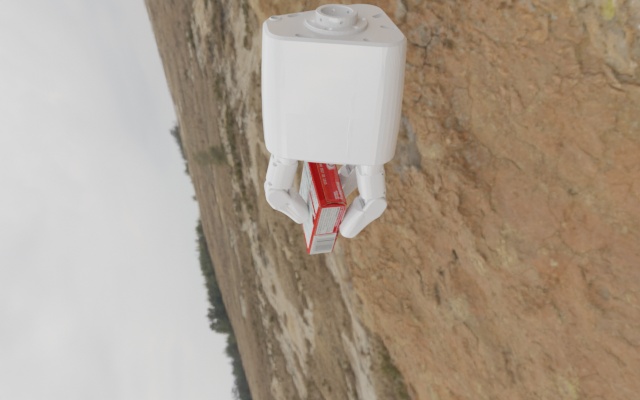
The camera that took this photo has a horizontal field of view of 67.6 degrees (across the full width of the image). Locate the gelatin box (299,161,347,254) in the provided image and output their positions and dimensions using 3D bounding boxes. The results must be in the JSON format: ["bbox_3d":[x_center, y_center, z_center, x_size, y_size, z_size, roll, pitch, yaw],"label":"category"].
[{"bbox_3d":[0.000,0.002,0.493,0.030,0.073,0.089,-4,-37,-13],"label":"gelatin box"}]
